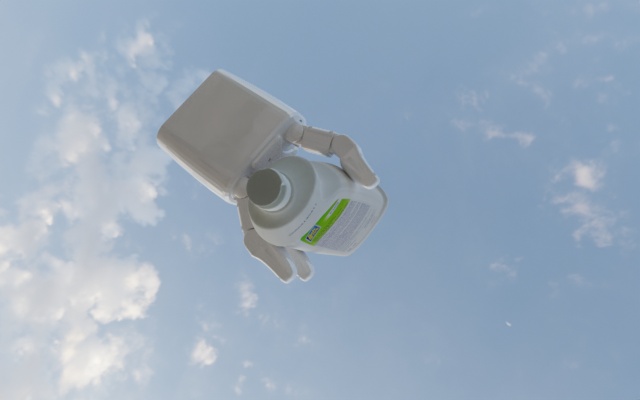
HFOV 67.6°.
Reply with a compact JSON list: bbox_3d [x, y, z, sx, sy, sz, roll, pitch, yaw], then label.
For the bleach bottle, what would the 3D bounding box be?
[{"bbox_3d":[0.000,0.002,0.467,0.068,0.102,0.251,35,3,19],"label":"bleach bottle"}]
